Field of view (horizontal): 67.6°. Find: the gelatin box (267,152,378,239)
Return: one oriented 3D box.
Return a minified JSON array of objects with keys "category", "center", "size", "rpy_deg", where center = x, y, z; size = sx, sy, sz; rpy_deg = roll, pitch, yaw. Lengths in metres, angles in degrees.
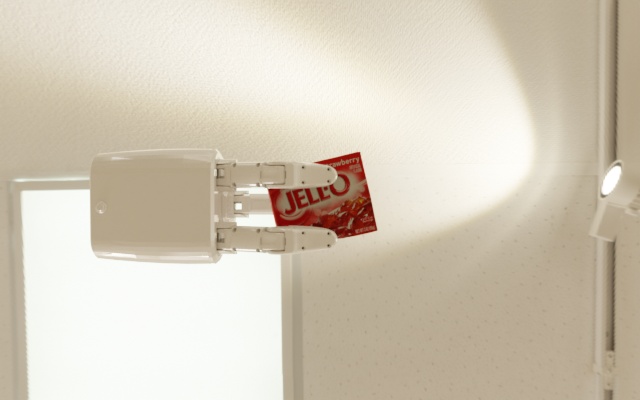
[{"category":"gelatin box","center":[0.000,0.001,0.431],"size":[0.089,0.073,0.030],"rpy_deg":[-13,2,-4]}]
